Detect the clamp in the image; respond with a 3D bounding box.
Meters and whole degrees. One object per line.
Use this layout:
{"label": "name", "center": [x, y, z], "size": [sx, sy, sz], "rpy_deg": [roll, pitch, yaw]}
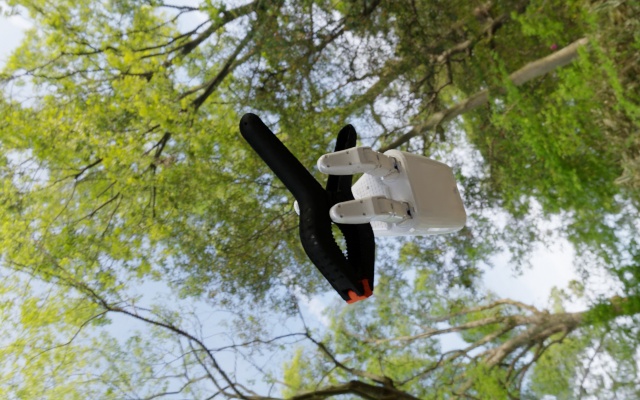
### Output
{"label": "clamp", "center": [0.000, 0.002, 0.493], "size": [0.164, 0.210, 0.036], "rpy_deg": [4, -26, -43]}
